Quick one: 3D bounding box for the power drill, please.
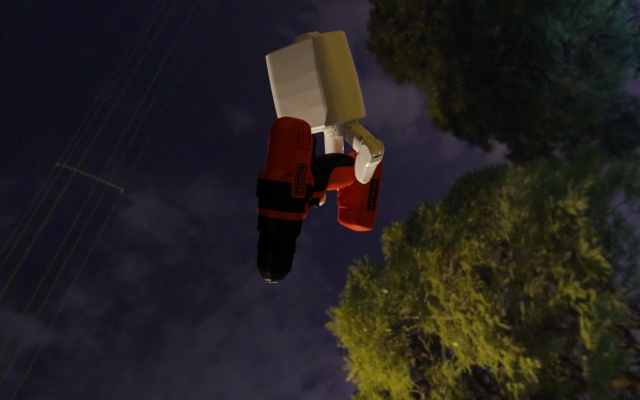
[{"bbox_3d":[0.000,0.002,0.583,0.057,0.184,0.187,12,6,36],"label":"power drill"}]
